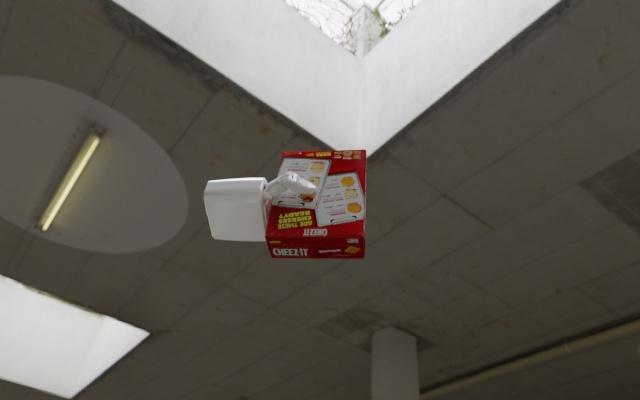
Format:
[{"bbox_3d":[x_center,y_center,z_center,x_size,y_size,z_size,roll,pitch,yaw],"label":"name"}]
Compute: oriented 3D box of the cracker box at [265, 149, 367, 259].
[{"bbox_3d":[0.000,0.003,0.858,0.164,0.213,0.072,-1,-43,7],"label":"cracker box"}]
